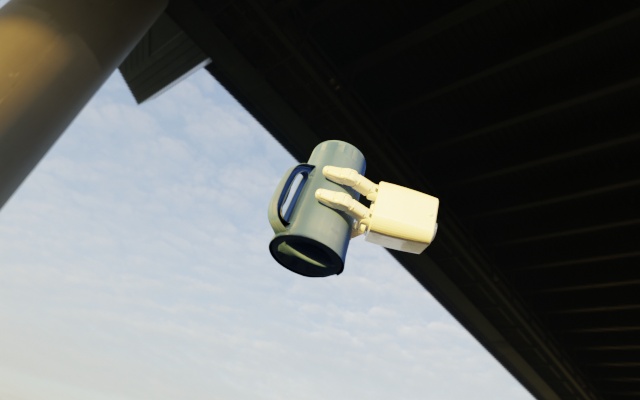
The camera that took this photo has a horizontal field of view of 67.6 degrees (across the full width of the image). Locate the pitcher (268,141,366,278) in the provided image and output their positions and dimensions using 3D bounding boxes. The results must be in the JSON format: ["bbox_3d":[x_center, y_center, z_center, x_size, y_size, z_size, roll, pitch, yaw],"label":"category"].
[{"bbox_3d":[0.000,0.003,0.859,0.145,0.242,0.149,16,-36,5],"label":"pitcher"}]
